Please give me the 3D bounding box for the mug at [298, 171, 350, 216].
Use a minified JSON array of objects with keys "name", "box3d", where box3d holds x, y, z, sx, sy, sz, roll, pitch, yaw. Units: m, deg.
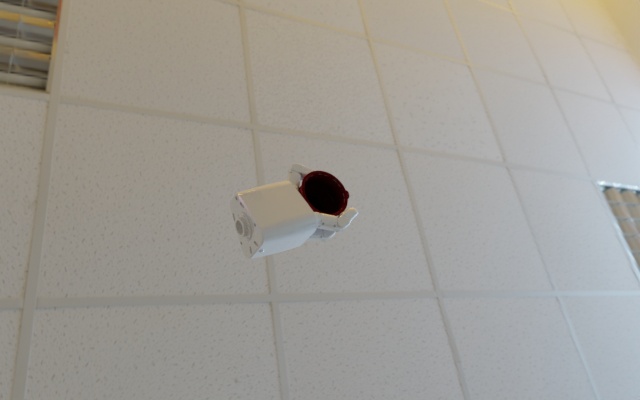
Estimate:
[{"name":"mug","box3d":[0.001,0.003,0.885,0.117,0.093,0.081,-12,-20,-35]}]
